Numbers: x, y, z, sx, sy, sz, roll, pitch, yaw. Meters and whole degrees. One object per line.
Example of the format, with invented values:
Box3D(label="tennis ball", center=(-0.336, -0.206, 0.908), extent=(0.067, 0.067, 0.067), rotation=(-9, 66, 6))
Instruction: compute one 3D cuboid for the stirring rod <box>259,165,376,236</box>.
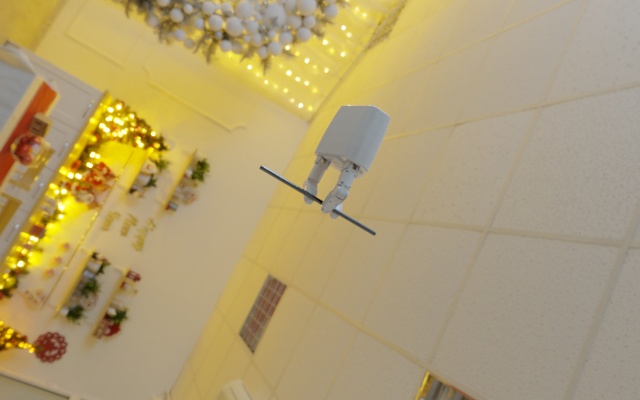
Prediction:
Box3D(label="stirring rod", center=(0.000, 0.003, 0.819), extent=(0.239, 0.011, 0.011), rotation=(30, -11, -20))
